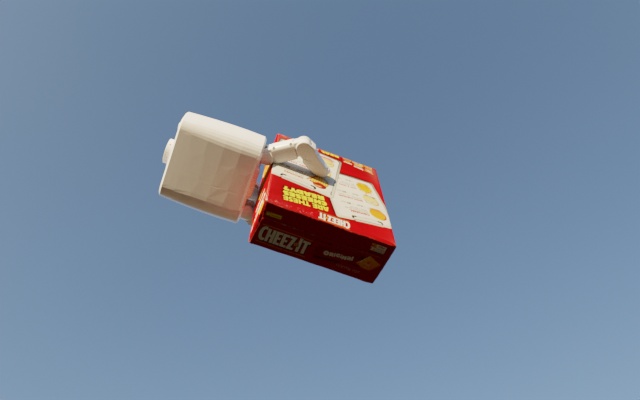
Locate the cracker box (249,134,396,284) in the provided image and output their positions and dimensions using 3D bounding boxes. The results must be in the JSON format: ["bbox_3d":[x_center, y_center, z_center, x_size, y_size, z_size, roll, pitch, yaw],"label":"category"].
[{"bbox_3d":[0.000,0.002,0.642,0.164,0.072,0.213,19,27,-11],"label":"cracker box"}]
